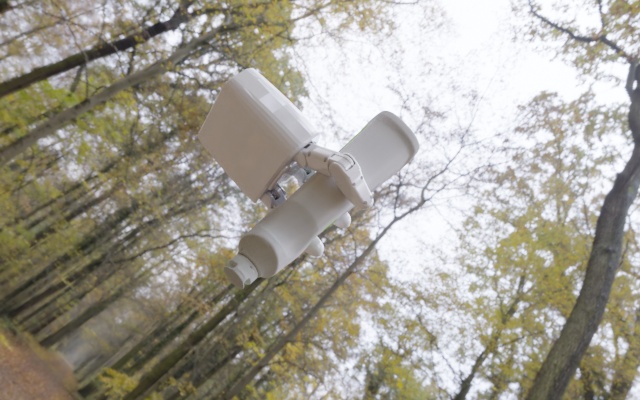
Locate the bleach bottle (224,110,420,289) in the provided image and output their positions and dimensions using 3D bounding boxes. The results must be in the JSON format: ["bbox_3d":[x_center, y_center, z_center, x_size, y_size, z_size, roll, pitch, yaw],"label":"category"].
[{"bbox_3d":[0.000,0.002,0.519,0.250,0.068,0.103,-41,-4,-31],"label":"bleach bottle"}]
